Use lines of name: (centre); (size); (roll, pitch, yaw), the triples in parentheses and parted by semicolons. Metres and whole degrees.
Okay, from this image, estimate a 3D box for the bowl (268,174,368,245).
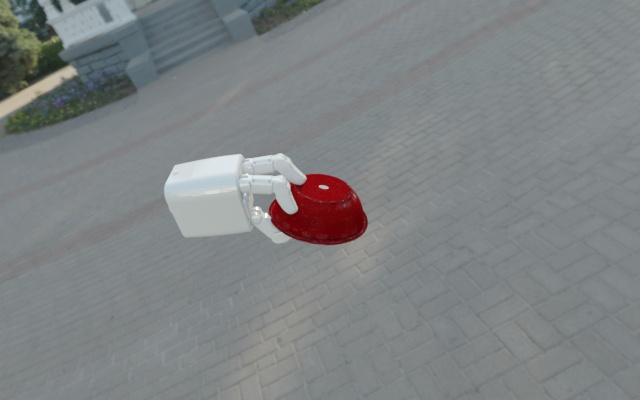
bowl: (0.001, 0.002, 0.755); (0.162, 0.055, 0.162); (7, 30, -4)
